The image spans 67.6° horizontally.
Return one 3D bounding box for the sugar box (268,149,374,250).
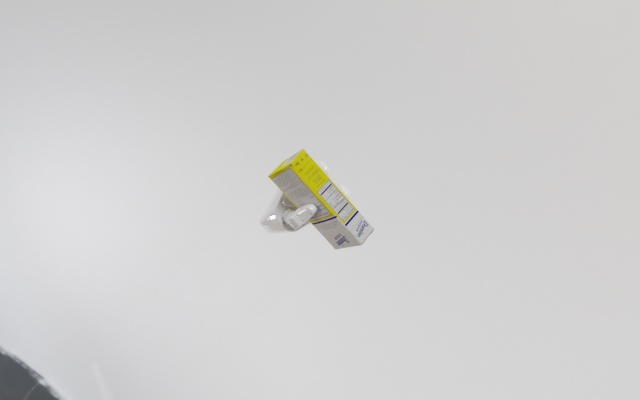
[{"bbox_3d":[0.000,0.002,0.788,0.048,0.176,0.093,-50,14,-25],"label":"sugar box"}]
